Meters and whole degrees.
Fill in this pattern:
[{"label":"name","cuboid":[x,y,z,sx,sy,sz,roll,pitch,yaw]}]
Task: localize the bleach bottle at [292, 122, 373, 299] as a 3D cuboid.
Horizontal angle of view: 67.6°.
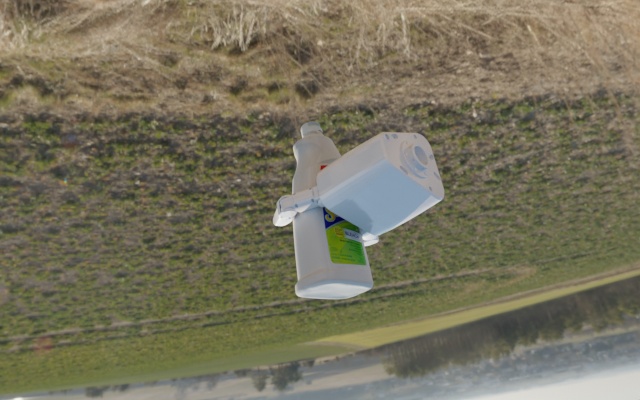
[{"label":"bleach bottle","cuboid":[0.000,0.002,0.645,0.102,0.250,0.068,13,-34,-41]}]
